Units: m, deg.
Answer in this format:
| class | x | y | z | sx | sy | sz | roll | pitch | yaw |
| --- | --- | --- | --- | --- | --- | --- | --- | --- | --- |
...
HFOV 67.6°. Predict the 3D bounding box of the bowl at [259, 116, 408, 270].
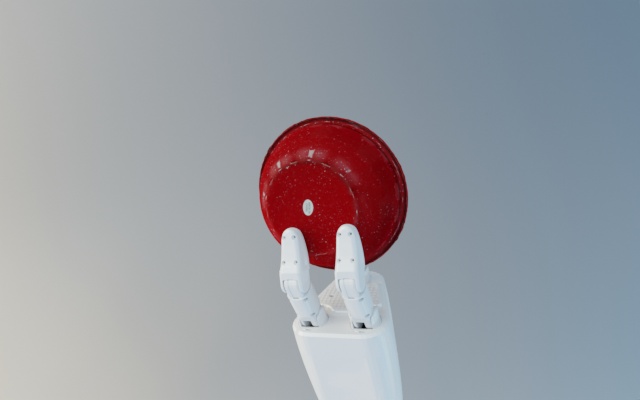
| class | x | y | z | sx | sy | sz | roll | pitch | yaw |
| --- | --- | --- | --- | --- | --- | --- | --- | --- | --- |
| bowl | -0.001 | 0.000 | 0.464 | 0.162 | 0.162 | 0.055 | 0 | 14 | 22 |
